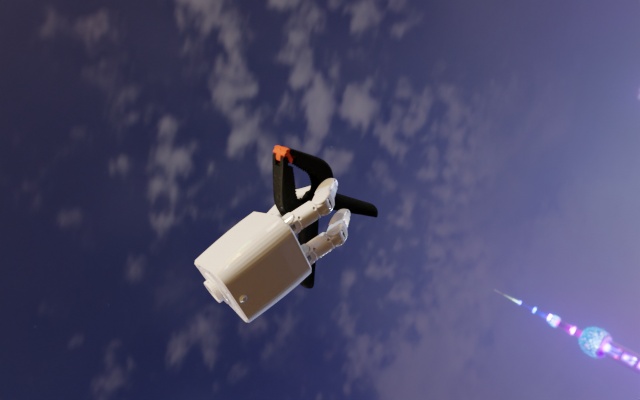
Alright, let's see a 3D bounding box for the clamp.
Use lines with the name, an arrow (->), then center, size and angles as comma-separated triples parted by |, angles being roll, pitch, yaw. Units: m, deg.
clamp -> -0.001, 0.002, 0.664 | 0.164, 0.210, 0.036 | -40, 37, -23
